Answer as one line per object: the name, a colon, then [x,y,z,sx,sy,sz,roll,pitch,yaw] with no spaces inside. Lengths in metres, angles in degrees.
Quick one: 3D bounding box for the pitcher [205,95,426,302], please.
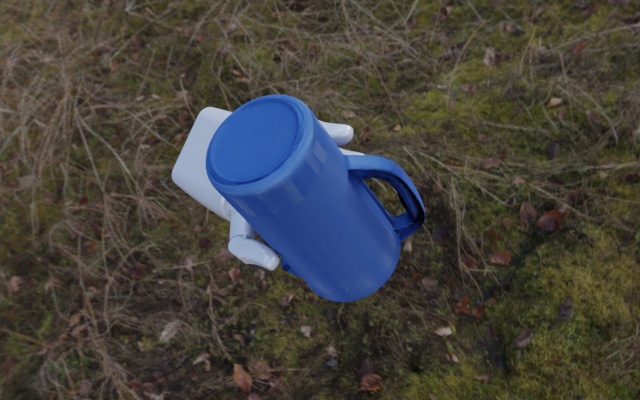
pitcher: [0.000,0.002,0.498,0.145,0.149,0.243,26,-15,35]
